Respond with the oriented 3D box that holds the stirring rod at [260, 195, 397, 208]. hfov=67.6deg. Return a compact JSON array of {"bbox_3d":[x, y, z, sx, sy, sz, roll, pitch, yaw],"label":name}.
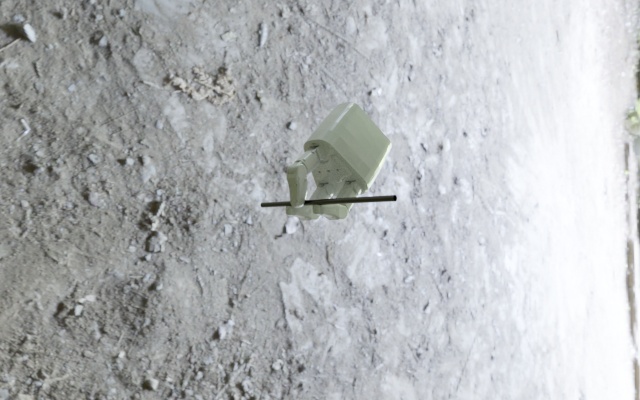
[{"bbox_3d":[0.000,0.002,0.649,0.239,0.011,0.011,-3,-2,42],"label":"stirring rod"}]
